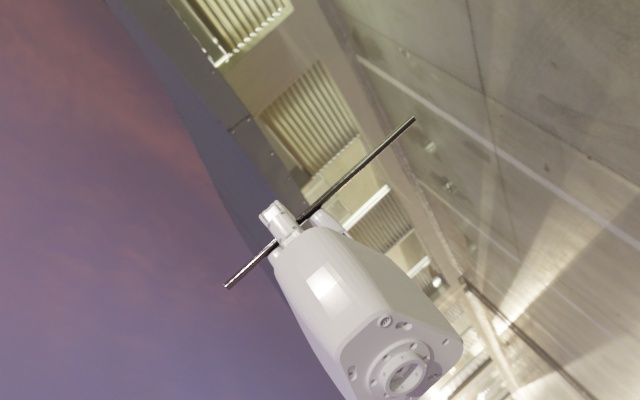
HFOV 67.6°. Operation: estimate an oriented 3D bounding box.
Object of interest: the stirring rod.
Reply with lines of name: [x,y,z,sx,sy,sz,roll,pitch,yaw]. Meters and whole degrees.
stirring rod: [0.000,0.001,0.457,0.239,0.011,0.011,-42,1,-1]
